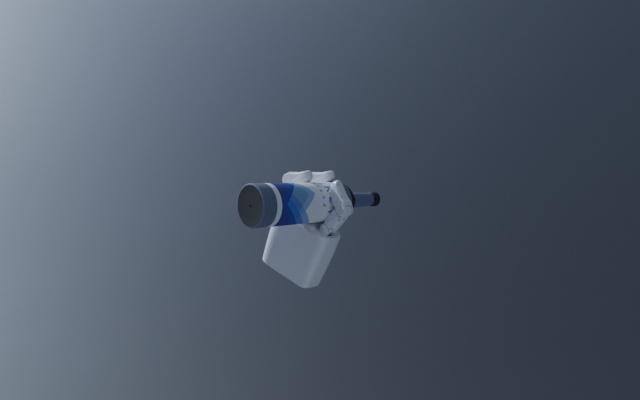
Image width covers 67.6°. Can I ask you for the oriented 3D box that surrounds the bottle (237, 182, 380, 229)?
[{"bbox_3d":[0.000,0.003,0.801,0.069,0.069,0.296,0,2,44],"label":"bottle"}]
